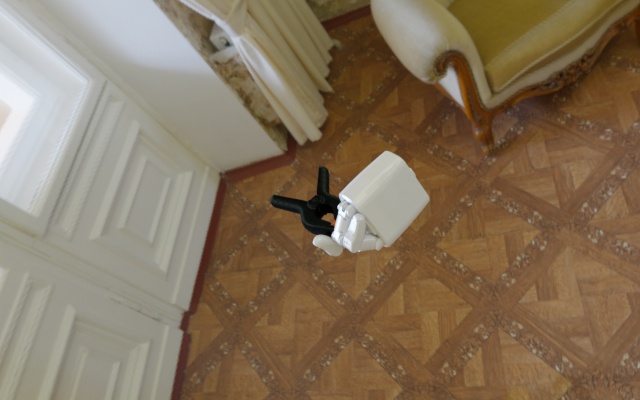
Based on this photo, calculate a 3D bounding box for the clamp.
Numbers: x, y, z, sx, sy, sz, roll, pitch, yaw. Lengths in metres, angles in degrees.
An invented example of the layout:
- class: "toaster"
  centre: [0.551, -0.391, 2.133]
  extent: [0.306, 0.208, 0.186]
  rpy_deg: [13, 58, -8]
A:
- class: "clamp"
  centre: [0.000, 0.002, 0.827]
  extent: [0.171, 0.120, 0.039]
  rpy_deg: [37, -15, 41]
